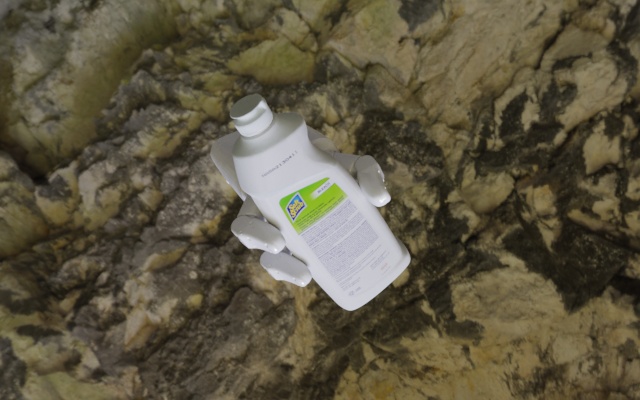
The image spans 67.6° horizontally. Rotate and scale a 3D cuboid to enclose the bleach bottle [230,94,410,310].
[{"bbox_3d":[0.000,0.002,0.452,0.102,0.251,0.068,-40,41,-9],"label":"bleach bottle"}]
